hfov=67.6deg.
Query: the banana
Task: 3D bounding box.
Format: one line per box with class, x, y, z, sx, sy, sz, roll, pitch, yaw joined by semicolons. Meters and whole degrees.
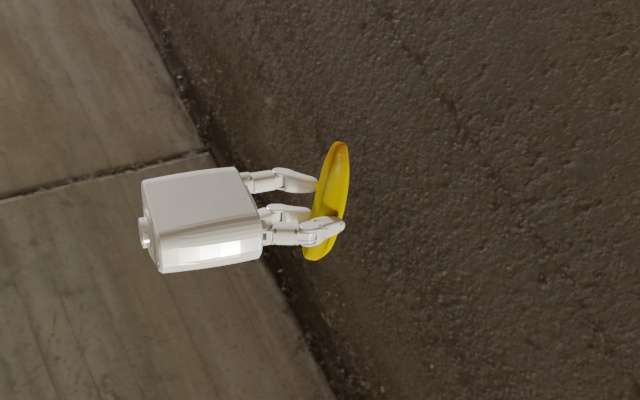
banana;0.002;0.018;0.590;0.037;0.069;0.198;1;-40;-15
